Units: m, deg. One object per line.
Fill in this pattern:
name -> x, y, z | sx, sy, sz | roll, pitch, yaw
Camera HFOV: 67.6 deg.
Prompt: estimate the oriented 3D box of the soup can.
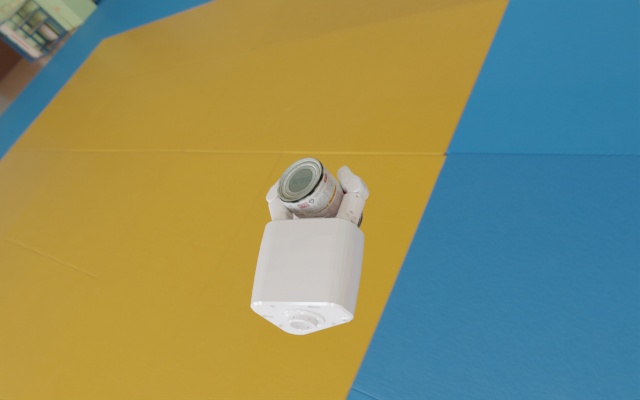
soup can -> 0.000, 0.001, 0.604 | 0.068, 0.068, 0.102 | 0, -33, 39
